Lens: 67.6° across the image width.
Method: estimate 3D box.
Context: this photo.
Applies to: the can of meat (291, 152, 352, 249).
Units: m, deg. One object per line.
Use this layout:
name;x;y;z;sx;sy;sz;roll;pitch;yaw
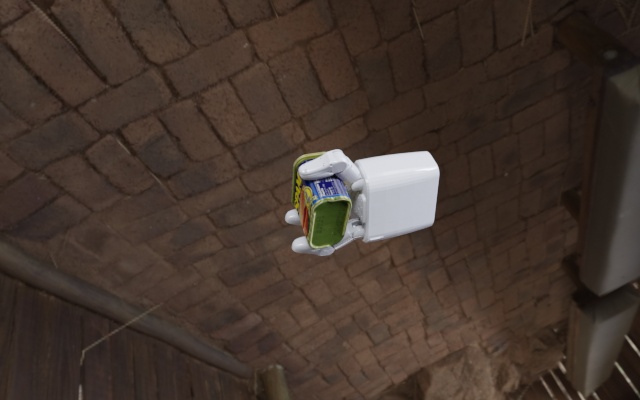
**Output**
can of meat;0.000;0.002;0.634;0.057;0.084;0.102;-9;-41;-15
